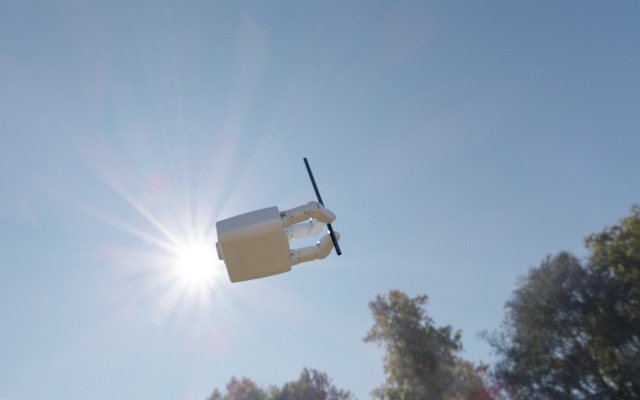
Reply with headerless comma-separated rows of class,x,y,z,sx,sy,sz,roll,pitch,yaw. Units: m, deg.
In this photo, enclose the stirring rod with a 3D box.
stirring rod,0.000,0.003,0.848,0.011,0.011,0.239,0,44,-21
